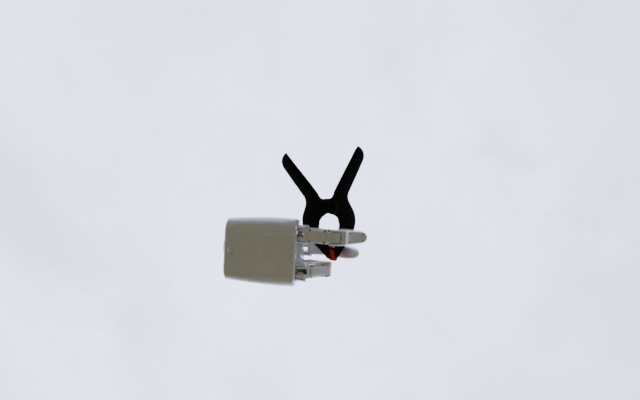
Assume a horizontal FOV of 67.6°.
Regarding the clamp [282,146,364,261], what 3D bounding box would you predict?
[{"bbox_3d":[0.000,0.002,0.709,0.120,0.171,0.039,3,2,5],"label":"clamp"}]
